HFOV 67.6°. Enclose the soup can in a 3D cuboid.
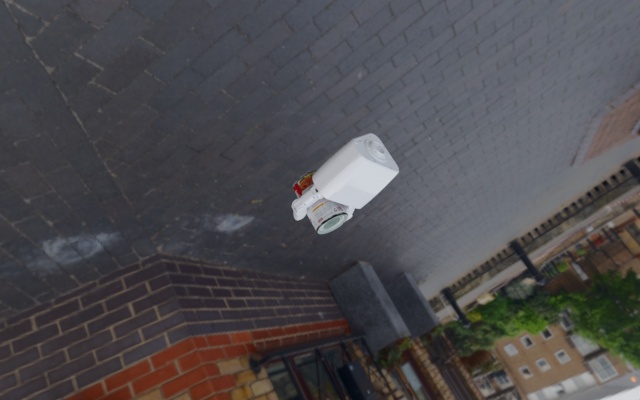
[{"bbox_3d":[0.000,0.003,0.895,0.068,0.102,0.068,-25,-22,-11],"label":"soup can"}]
